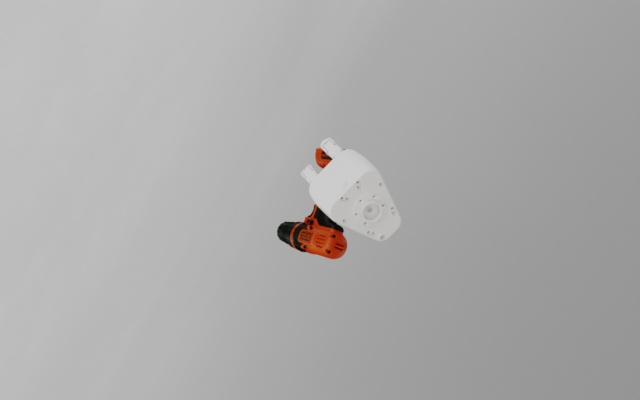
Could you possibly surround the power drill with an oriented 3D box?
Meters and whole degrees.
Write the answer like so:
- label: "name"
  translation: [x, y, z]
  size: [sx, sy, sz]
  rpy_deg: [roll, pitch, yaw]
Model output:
- label: "power drill"
  translation: [0.000, 0.002, 0.843]
  size: [0.057, 0.187, 0.184]
  rpy_deg: [21, -6, -36]
